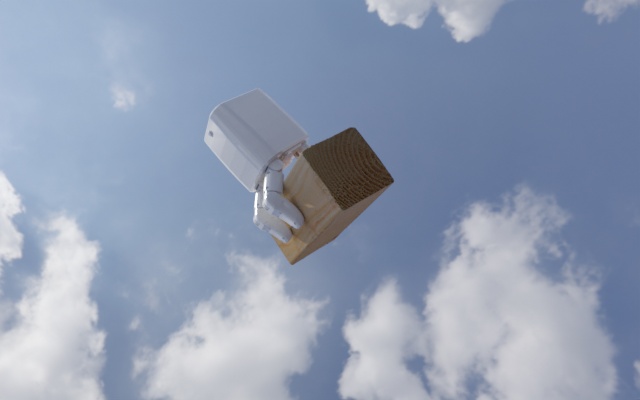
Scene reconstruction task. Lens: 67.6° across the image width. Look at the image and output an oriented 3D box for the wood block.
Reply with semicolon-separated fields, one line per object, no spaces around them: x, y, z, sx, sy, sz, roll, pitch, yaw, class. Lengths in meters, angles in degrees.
0.000;0.002;0.659;0.091;0.090;0.206;-30;-11;-30;wood block
